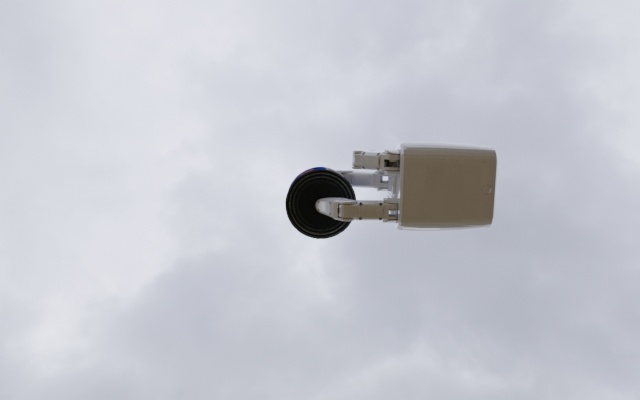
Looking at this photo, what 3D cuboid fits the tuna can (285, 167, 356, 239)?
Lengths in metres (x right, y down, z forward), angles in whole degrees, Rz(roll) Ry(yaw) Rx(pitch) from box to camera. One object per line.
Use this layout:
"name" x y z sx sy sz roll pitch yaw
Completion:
"tuna can" 0.000 0.002 0.588 0.086 0.086 0.033 0 11 -2
